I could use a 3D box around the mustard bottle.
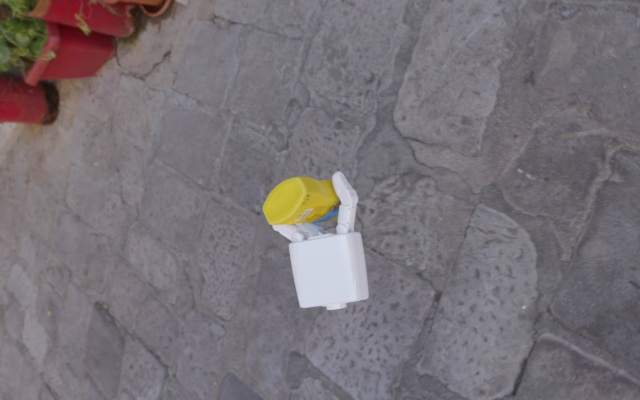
[{"bbox_3d":[0.000,0.002,0.805,0.096,0.058,0.191,-42,-25,30],"label":"mustard bottle"}]
